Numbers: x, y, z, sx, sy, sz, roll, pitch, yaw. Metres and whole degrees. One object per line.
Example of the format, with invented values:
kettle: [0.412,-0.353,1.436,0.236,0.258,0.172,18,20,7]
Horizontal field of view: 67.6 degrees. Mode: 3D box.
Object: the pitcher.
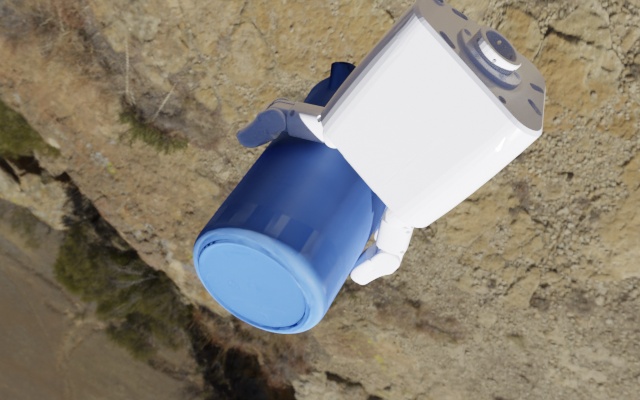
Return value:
pitcher: [0.000,0.001,0.430,0.145,0.149,0.242,-43,9,44]
